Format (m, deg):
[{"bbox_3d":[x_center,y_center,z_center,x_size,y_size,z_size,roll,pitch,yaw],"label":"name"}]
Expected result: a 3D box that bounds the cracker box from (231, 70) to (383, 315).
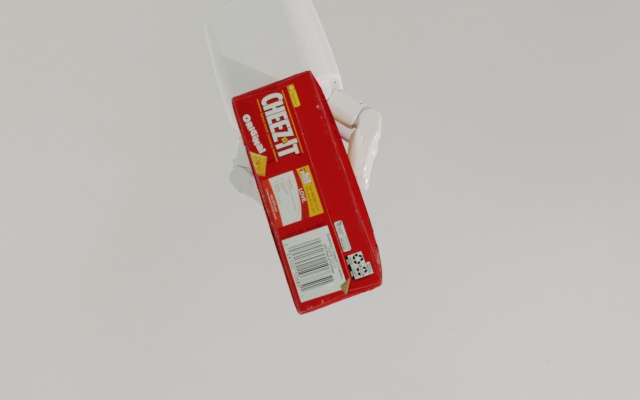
[{"bbox_3d":[0.000,0.001,0.435,0.072,0.164,0.214,-19,-7,4],"label":"cracker box"}]
